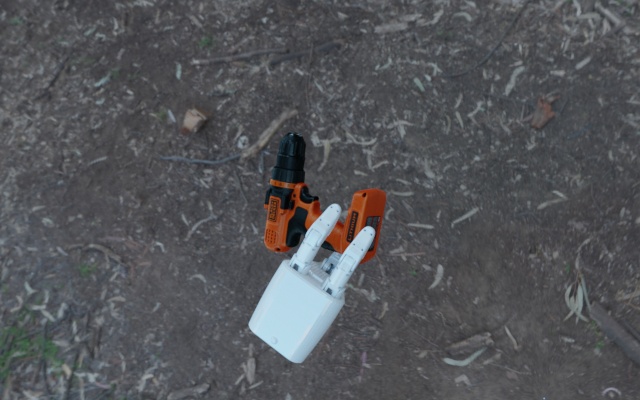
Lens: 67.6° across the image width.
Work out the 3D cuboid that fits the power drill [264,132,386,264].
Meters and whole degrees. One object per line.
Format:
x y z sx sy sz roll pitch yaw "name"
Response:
0.000 0.003 0.689 0.187 0.184 0.057 16 12 38 "power drill"
